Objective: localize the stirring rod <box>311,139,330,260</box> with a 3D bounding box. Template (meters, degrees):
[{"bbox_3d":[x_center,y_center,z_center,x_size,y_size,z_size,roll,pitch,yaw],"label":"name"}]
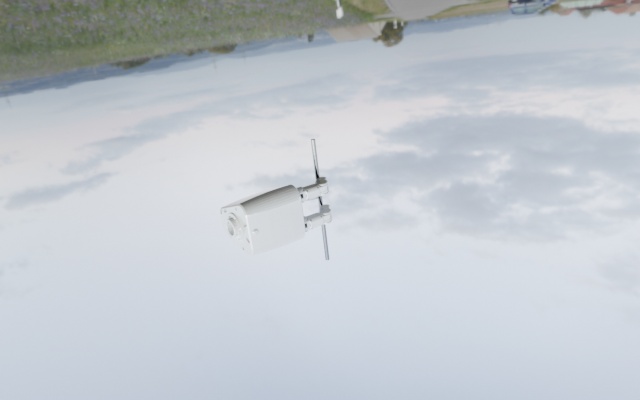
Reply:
[{"bbox_3d":[0.000,0.003,0.896,0.011,0.240,0.011,-6,19,2],"label":"stirring rod"}]
